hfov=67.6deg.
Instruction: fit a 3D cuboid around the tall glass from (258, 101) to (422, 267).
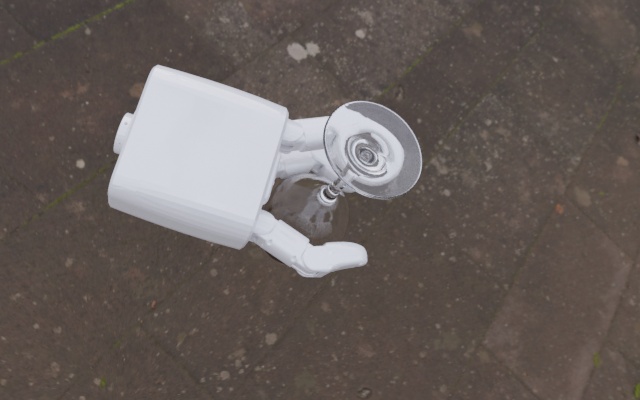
[{"bbox_3d":[0.000,0.001,0.406,0.079,0.079,0.201,0,-22,-23],"label":"tall glass"}]
